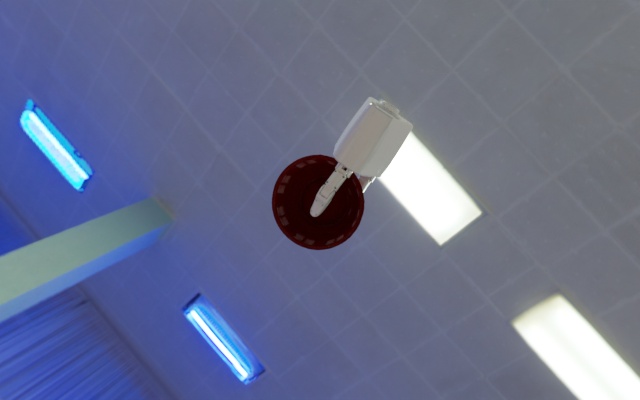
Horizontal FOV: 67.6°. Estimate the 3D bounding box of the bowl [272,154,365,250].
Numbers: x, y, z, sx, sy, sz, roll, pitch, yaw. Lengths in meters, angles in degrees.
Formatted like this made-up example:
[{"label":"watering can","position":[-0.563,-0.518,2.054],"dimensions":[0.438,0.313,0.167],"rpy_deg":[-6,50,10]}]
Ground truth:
[{"label":"bowl","position":[-0.001,0.004,0.829],"dimensions":[0.162,0.162,0.055],"rpy_deg":[0,2,14]}]
